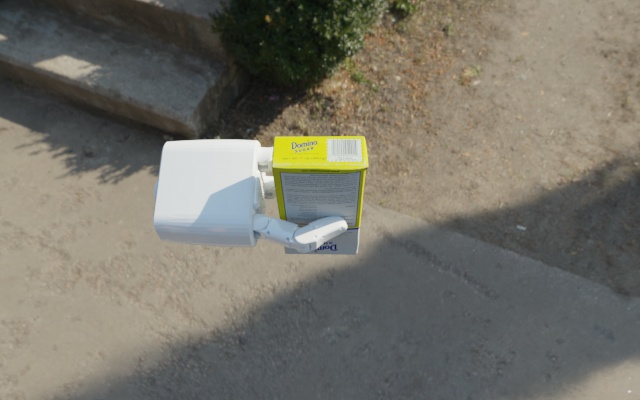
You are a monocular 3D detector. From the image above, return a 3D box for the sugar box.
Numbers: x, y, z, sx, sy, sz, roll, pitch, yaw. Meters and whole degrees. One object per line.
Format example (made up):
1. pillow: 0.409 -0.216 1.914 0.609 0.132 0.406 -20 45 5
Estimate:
1. sugar box: 0.000 0.001 0.533 0.093 0.048 0.176 1 -32 0
